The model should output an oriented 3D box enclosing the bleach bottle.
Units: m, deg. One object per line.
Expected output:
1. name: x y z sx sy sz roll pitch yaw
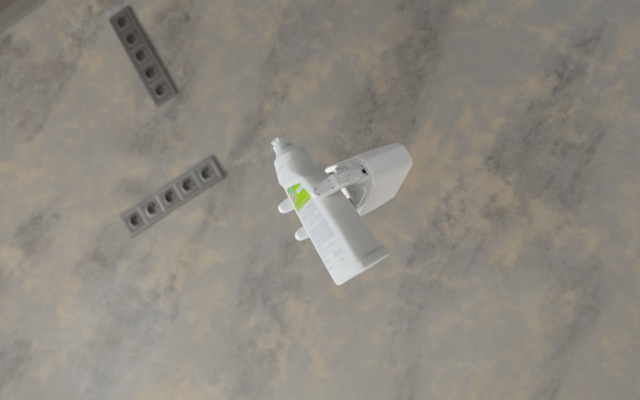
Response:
1. bleach bottle: 0.000 0.003 0.749 0.068 0.251 0.103 -23 -13 -38
